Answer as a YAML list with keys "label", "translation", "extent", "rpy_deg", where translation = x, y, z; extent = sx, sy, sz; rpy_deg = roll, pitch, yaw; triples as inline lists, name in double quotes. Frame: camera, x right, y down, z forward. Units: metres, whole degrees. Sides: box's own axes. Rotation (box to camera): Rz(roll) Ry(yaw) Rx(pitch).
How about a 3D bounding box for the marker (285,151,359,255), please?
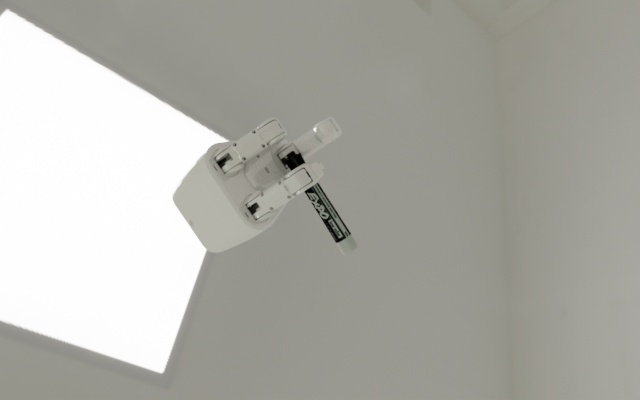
- label: "marker"
  translation: [0.000, 0.002, 0.498]
  extent: [0.020, 0.121, 0.020]
  rpy_deg: [-32, 2, 1]
